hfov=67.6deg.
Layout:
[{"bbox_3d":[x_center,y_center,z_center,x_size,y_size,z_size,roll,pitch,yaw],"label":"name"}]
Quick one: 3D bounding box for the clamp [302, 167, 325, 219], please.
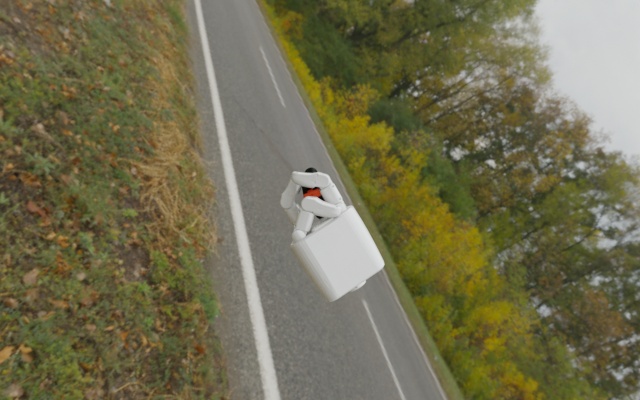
[{"bbox_3d":[0.001,0.002,0.817,0.039,0.120,0.171,-31,4,8],"label":"clamp"}]
